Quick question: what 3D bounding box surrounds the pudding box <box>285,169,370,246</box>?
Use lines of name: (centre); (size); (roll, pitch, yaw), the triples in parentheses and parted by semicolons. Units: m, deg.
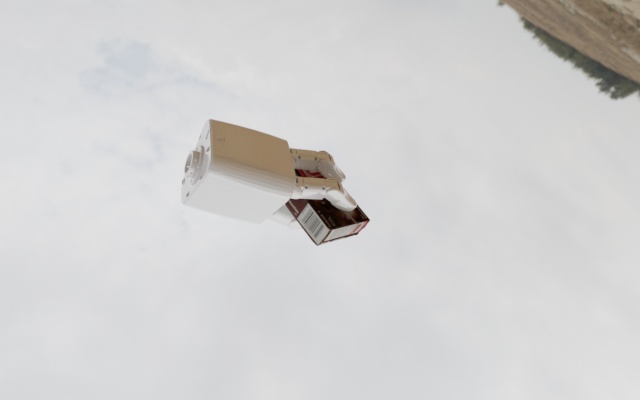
pudding box: (0.000, 0.002, 0.643); (0.090, 0.113, 0.039); (-11, -32, -49)
